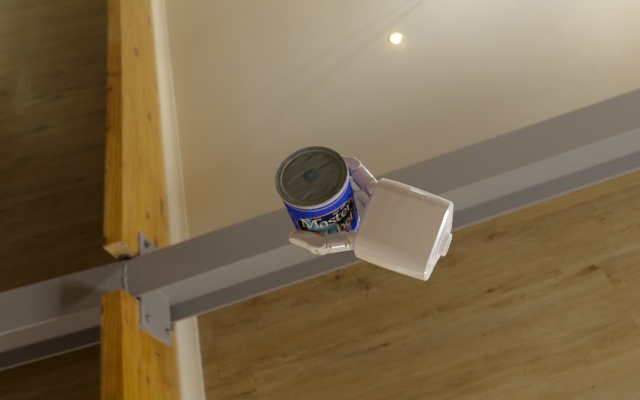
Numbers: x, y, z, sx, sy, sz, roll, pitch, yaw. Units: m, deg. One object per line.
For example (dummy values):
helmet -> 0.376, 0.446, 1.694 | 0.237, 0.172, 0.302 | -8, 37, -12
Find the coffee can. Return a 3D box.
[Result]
coffee can -> 0.000, 0.002, 0.712 | 0.103, 0.102, 0.140 | 0, -32, 13
